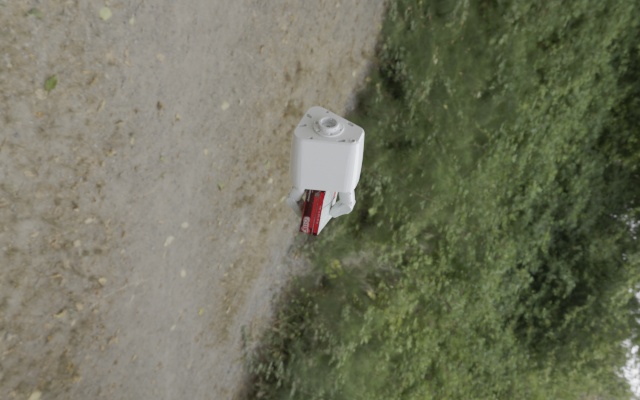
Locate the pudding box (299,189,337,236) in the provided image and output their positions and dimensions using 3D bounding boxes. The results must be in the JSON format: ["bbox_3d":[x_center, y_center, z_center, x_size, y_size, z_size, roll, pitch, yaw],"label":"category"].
[{"bbox_3d":[0.000,0.003,0.868,0.039,0.090,0.113,17,21,13],"label":"pudding box"}]
